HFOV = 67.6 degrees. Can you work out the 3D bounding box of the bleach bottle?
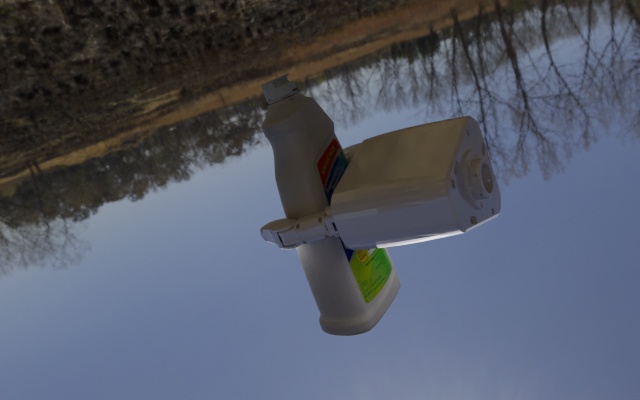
[{"bbox_3d":[0.000,0.002,0.473,0.068,0.251,0.102,-11,18,38],"label":"bleach bottle"}]
